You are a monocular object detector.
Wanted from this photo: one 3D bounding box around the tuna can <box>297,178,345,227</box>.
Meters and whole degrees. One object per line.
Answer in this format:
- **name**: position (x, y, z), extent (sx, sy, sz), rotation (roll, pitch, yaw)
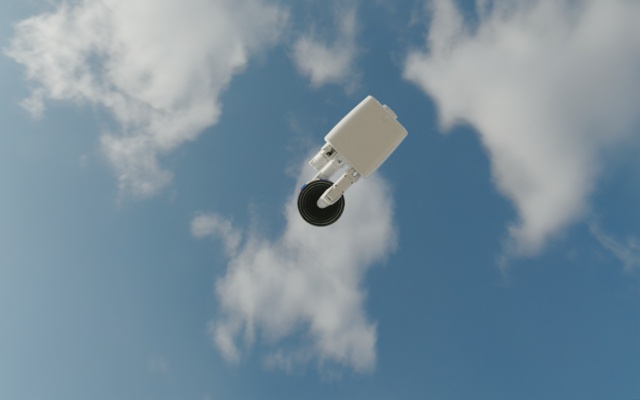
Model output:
- **tuna can**: position (0.000, 0.003, 0.865), extent (0.086, 0.086, 0.033), rotation (0, 8, -4)
